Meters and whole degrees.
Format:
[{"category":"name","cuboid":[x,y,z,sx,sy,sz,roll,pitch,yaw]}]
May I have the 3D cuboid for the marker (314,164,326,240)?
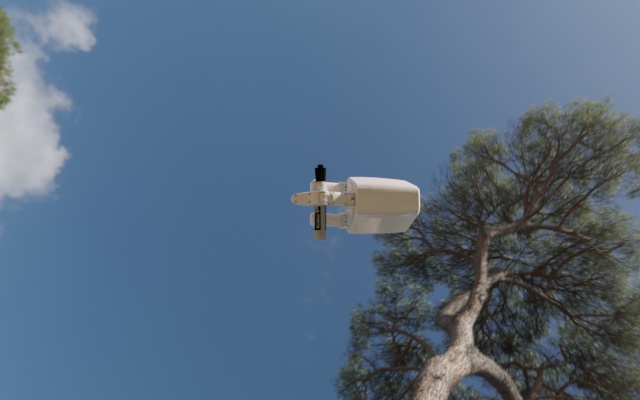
[{"category":"marker","cuboid":[0.000,0.002,0.762,0.020,0.121,0.020,0,-7,0]}]
